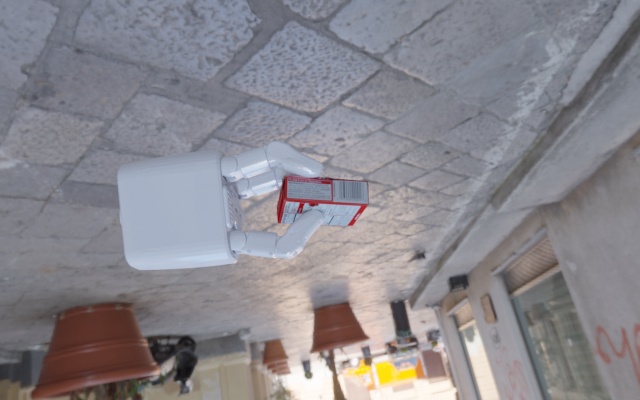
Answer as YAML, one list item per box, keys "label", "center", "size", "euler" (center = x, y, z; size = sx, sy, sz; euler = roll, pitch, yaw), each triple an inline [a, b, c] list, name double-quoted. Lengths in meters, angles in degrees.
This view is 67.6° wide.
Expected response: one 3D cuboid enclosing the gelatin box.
- label: "gelatin box"
  center: [0.000, 0.002, 0.508]
  size: [0.089, 0.030, 0.073]
  euler: [3, -21, -8]
